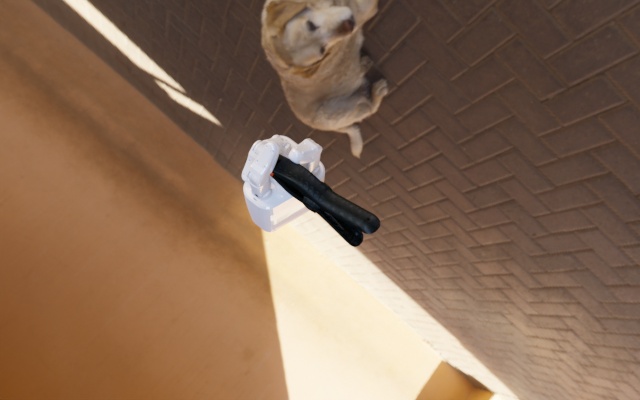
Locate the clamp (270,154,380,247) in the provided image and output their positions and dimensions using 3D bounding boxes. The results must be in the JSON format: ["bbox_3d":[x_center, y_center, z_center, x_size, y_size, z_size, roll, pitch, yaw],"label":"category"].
[{"bbox_3d":[0.000,0.002,0.624,0.171,0.039,0.120,38,-21,13],"label":"clamp"}]
